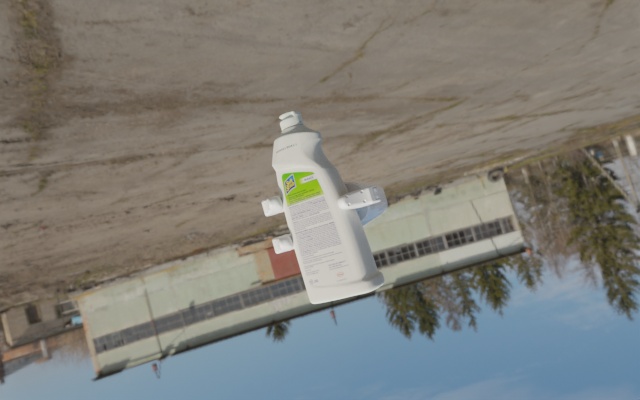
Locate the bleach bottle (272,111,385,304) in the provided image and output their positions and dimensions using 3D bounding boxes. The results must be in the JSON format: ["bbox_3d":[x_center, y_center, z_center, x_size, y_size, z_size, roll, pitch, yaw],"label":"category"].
[{"bbox_3d":[0.000,0.002,0.630,0.102,0.251,0.068,-18,-4,24],"label":"bleach bottle"}]
